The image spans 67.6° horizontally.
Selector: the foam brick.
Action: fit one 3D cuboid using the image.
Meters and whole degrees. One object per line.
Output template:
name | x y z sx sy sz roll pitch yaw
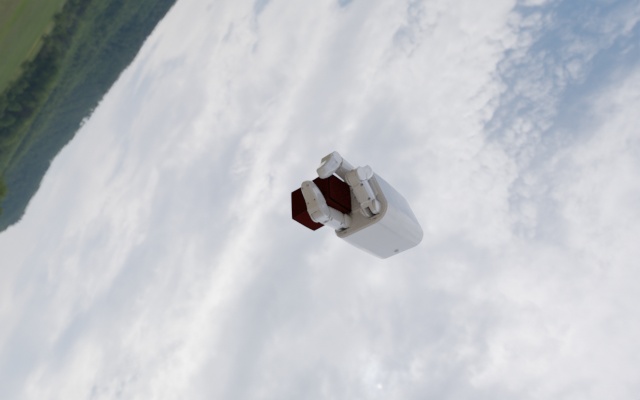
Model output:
foam brick | 0.000 0.002 0.721 0.078 0.053 0.051 -28 -43 32
